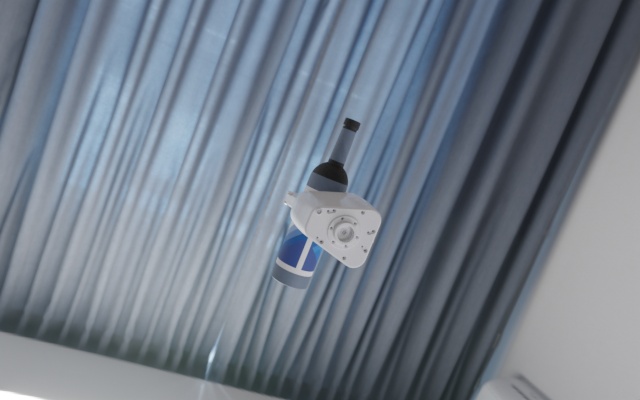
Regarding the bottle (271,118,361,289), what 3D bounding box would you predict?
[{"bbox_3d":[0.000,0.003,0.809,0.069,0.296,0.069,22,6,-2],"label":"bottle"}]
